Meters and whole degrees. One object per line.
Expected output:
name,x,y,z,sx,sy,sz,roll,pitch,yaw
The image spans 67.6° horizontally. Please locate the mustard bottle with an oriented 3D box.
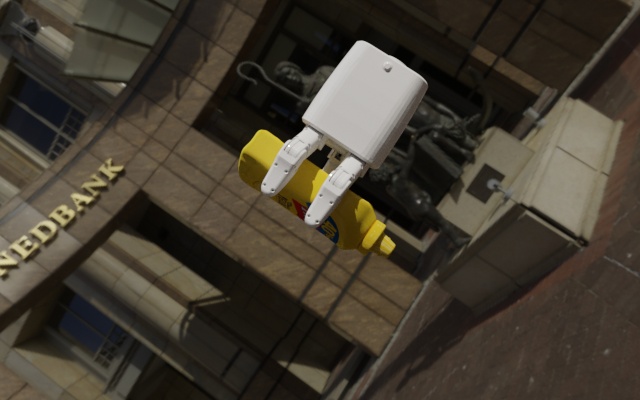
mustard bottle,0.000,0.002,0.534,0.191,0.058,0.096,34,-19,7
